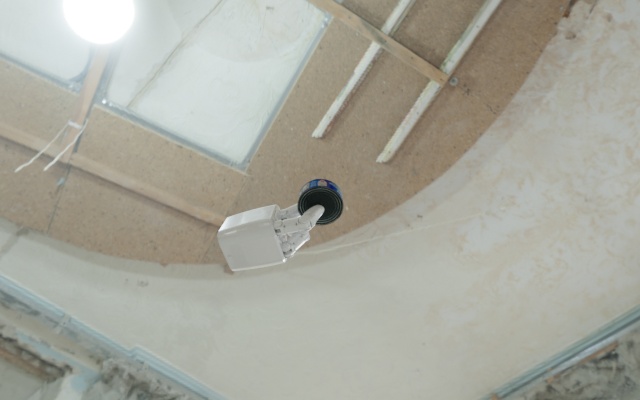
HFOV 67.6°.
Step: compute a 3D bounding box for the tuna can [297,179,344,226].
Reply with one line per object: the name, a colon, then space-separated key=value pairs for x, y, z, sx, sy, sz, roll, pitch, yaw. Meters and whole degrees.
tuna can: x=0.000 y=0.003 z=0.897 sx=0.086 sy=0.086 sz=0.033 roll=0 pitch=32 yaw=1
